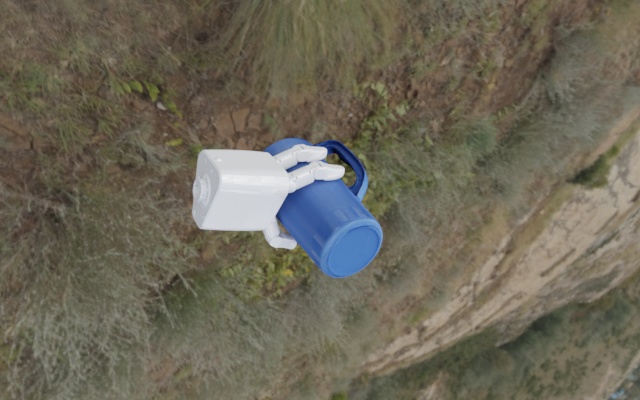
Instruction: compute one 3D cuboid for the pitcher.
[{"bbox_3d":[0.000,0.003,0.769,0.145,0.149,0.242,1,32,-35],"label":"pitcher"}]
